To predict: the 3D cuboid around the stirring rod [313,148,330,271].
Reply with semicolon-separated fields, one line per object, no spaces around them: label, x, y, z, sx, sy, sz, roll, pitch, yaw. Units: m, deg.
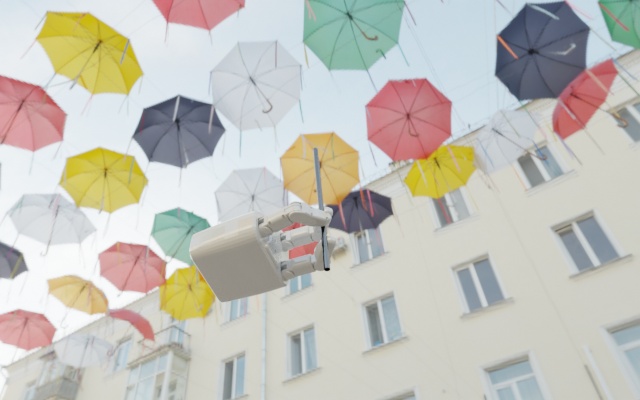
stirring rod;0.000;0.002;0.686;0.011;0.011;0.239;-3;45;-3
